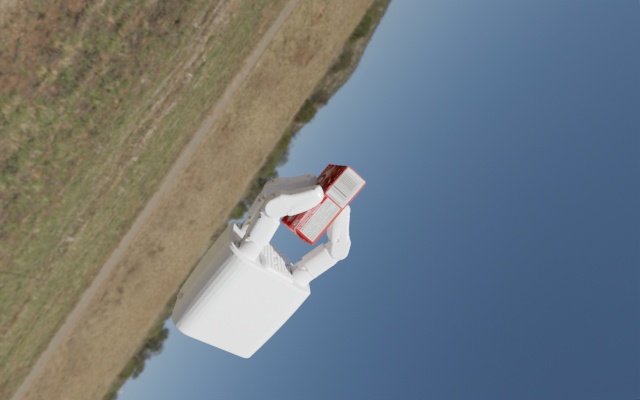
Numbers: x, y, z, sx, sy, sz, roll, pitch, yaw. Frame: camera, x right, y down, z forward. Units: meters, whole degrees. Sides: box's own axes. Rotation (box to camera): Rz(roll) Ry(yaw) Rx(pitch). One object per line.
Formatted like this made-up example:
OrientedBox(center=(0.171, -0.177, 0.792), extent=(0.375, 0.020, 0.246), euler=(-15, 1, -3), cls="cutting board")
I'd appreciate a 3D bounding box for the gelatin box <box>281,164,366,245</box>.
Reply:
OrientedBox(center=(0.001, 0.002, 0.518), extent=(0.030, 0.089, 0.073), euler=(42, -5, -14), cls="gelatin box")
